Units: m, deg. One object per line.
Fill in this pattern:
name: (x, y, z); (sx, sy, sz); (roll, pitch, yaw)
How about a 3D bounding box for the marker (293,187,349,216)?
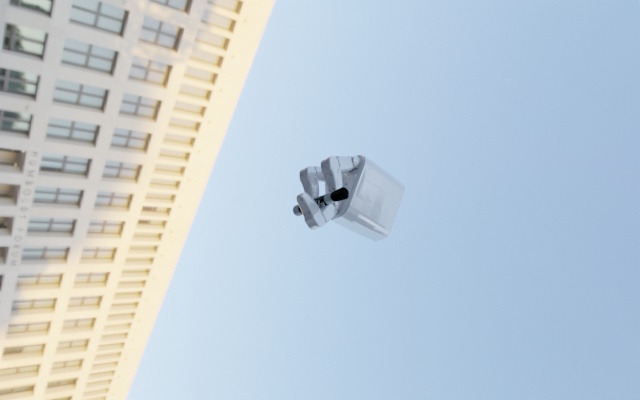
marker: (0.000, 0.002, 0.737); (0.020, 0.020, 0.121); (0, -14, -41)
